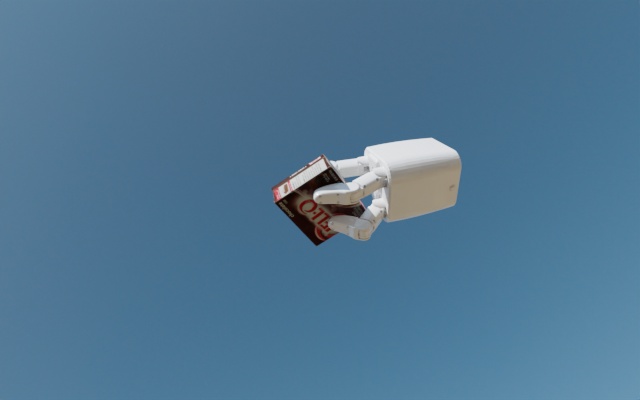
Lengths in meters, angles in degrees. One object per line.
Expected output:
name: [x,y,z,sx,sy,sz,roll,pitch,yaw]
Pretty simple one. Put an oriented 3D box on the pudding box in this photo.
pudding box: [0.000,0.002,0.659,0.090,0.113,0.039,-33,38,9]
